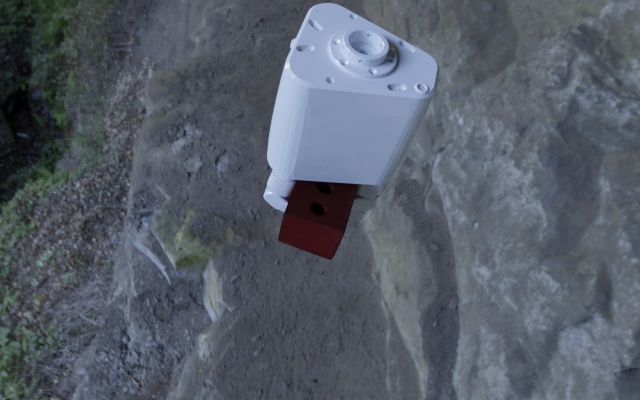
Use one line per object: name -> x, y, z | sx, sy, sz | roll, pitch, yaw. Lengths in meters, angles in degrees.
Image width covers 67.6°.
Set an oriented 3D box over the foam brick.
foam brick -> 0.000, 0.002, 0.421 | 0.053, 0.078, 0.051 | 18, -33, -1
